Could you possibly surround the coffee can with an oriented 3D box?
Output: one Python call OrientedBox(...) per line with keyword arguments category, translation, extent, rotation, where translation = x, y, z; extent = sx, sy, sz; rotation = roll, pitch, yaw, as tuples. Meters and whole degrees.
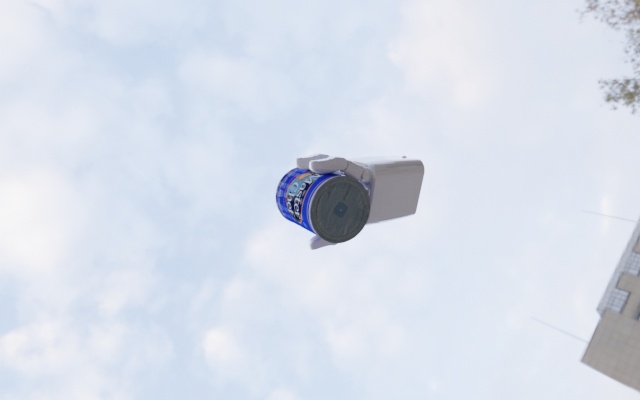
OrientedBox(category="coffee can", translation=(0.000, 0.003, 0.770), extent=(0.103, 0.103, 0.140), rotation=(0, 10, -27))
